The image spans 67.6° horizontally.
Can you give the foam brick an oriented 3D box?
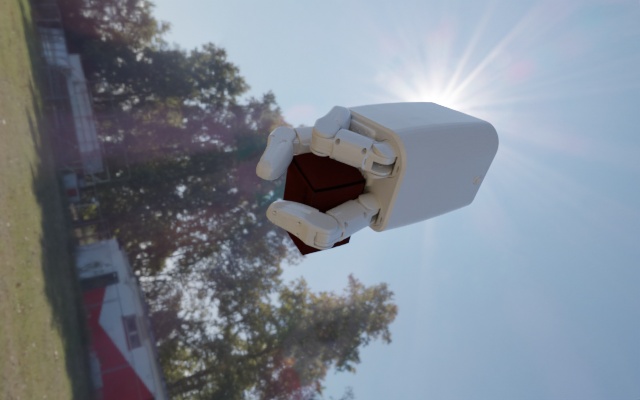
[{"bbox_3d":[0.000,0.002,0.431,0.051,0.078,0.053,-12,46,-26],"label":"foam brick"}]
